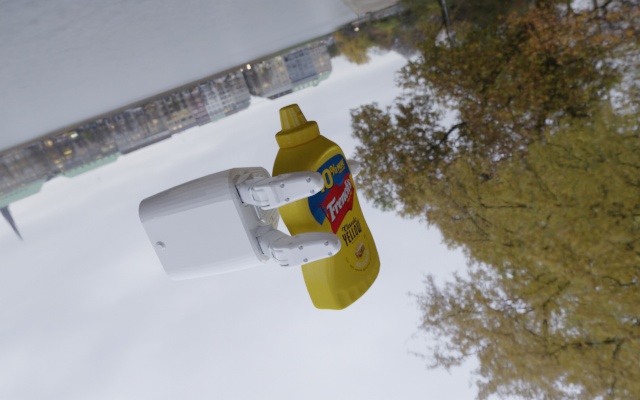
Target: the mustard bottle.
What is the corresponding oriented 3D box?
[{"bbox_3d":[0.000,0.002,0.458,0.058,0.192,0.096,-5,23,37],"label":"mustard bottle"}]
